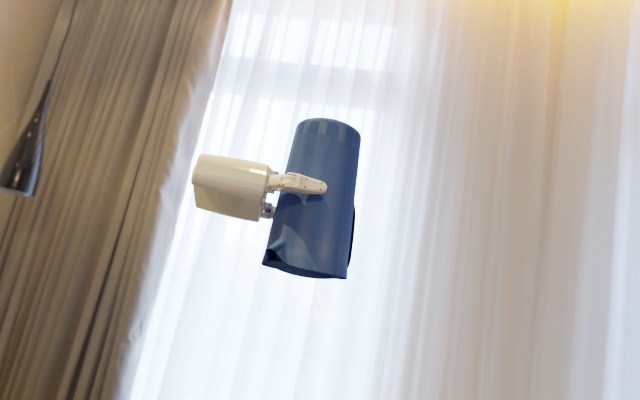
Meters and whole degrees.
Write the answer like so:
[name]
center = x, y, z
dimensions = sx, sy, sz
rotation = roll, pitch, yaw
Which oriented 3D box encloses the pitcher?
[pitcher]
center = 0.000, 0.002, 0.760
dimensions = 0.145, 0.242, 0.149
rotation = 11, -12, -4
